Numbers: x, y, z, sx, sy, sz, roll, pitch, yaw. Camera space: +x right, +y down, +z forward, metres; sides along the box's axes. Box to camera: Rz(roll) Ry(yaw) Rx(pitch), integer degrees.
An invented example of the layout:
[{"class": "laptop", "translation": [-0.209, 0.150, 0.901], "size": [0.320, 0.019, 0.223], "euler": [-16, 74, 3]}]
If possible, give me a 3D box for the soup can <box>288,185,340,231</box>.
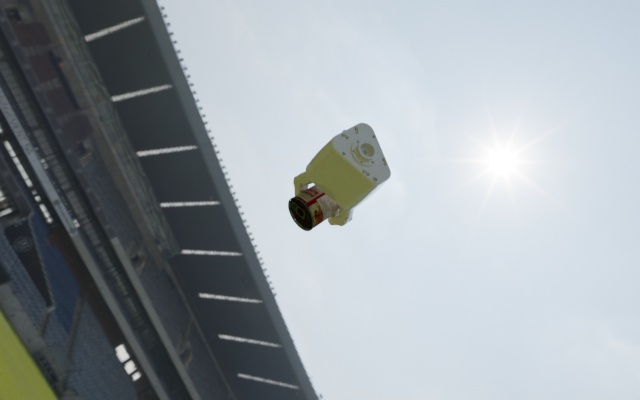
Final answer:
[{"class": "soup can", "translation": [0.000, 0.003, 0.880], "size": [0.102, 0.068, 0.068], "euler": [-32, 18, -32]}]
